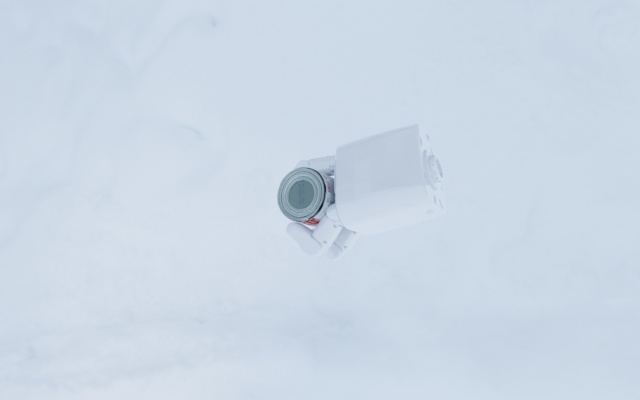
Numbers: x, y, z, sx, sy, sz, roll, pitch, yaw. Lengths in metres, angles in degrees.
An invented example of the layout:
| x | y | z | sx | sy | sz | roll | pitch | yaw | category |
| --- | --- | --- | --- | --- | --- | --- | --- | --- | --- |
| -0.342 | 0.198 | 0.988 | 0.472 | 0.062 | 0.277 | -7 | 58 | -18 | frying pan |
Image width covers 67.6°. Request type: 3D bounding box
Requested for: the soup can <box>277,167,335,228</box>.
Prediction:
| x | y | z | sx | sy | sz | roll | pitch | yaw | category |
| --- | --- | --- | --- | --- | --- | --- | --- | --- | --- |
| 0.000 | 0.002 | 0.603 | 0.068 | 0.068 | 0.102 | 0 | -11 | 29 | soup can |
